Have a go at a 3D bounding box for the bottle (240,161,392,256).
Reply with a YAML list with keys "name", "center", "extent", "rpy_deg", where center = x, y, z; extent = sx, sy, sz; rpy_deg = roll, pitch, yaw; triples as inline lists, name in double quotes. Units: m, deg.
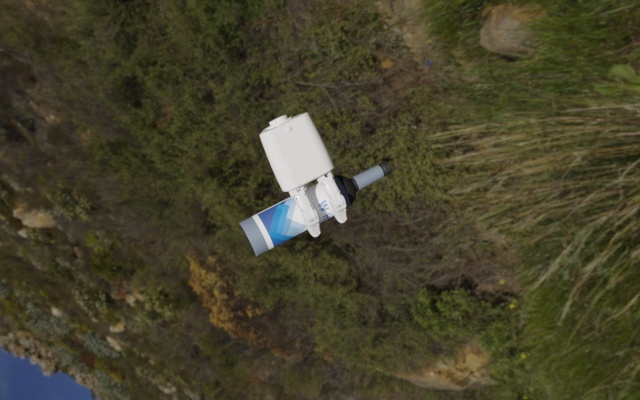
- name: "bottle"
  center: [0.000, 0.003, 0.871]
  extent: [0.295, 0.069, 0.069]
  rpy_deg: [-27, 6, -13]
